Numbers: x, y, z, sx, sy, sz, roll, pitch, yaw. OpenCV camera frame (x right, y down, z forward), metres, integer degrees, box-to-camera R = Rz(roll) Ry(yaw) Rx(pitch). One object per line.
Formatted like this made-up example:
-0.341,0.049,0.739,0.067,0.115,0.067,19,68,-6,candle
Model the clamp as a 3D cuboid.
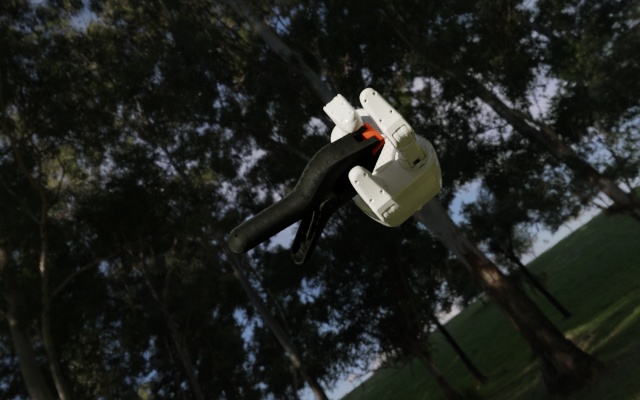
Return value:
0.000,0.001,0.471,0.171,0.039,0.120,-41,-24,6,clamp
